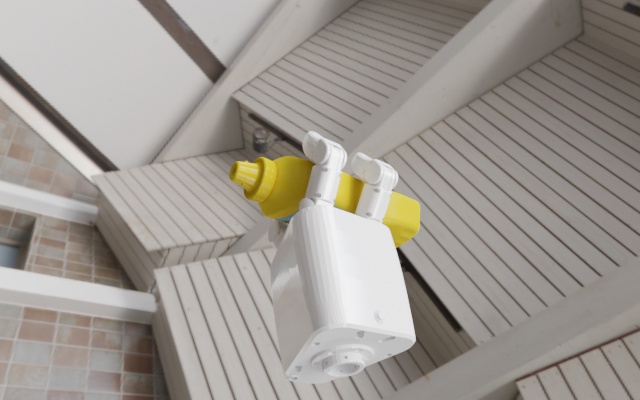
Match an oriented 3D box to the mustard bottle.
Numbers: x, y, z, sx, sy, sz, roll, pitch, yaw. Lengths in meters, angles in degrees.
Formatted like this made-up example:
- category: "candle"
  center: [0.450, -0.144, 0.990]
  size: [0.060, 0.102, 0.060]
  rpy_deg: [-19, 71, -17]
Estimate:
- category: "mustard bottle"
  center: [0.000, 0.001, 0.471]
  size: [0.192, 0.058, 0.096]
  rpy_deg: [19, -23, -31]
